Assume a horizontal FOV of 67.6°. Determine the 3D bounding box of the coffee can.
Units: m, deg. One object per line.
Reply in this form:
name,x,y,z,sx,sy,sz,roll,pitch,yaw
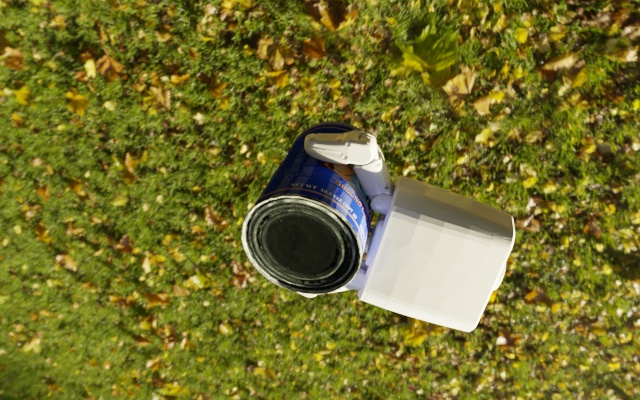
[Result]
coffee can,0.000,0.001,0.444,0.103,0.103,0.140,0,33,17
